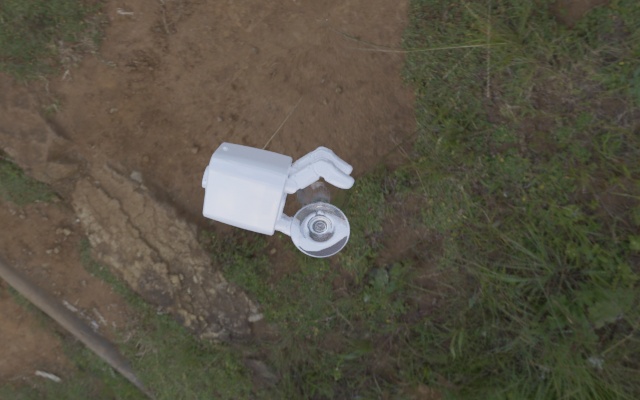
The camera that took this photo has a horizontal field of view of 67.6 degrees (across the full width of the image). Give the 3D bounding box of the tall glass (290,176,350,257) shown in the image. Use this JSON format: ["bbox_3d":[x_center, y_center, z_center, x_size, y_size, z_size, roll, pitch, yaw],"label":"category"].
[{"bbox_3d":[0.000,0.003,0.683,0.079,0.079,0.201,0,21,1],"label":"tall glass"}]
